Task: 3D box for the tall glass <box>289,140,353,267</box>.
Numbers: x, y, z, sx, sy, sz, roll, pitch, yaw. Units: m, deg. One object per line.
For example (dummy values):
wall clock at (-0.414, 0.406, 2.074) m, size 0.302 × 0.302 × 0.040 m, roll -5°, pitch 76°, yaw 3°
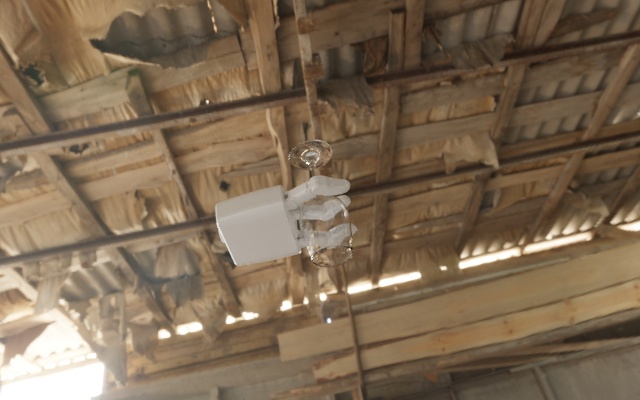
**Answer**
tall glass at (0.000, 0.002, 0.747) m, size 0.079 × 0.201 × 0.079 m, roll -8°, pitch -36°, yaw -6°
